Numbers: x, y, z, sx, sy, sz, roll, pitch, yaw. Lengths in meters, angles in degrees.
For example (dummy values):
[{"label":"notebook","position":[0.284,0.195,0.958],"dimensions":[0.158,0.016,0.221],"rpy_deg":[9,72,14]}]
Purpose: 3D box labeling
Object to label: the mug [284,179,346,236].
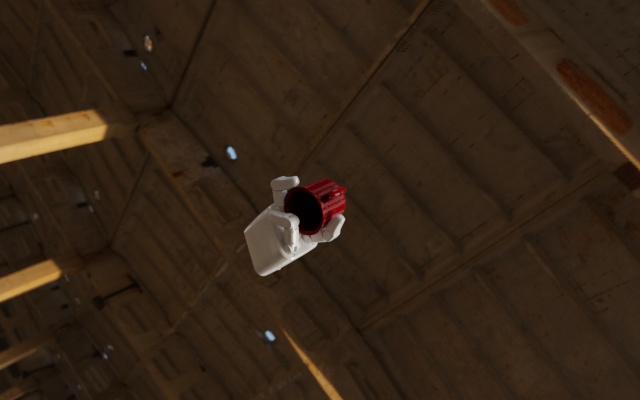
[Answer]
[{"label":"mug","position":[0.001,0.002,0.877],"dimensions":[0.081,0.093,0.117],"rpy_deg":[-26,-6,-47]}]
